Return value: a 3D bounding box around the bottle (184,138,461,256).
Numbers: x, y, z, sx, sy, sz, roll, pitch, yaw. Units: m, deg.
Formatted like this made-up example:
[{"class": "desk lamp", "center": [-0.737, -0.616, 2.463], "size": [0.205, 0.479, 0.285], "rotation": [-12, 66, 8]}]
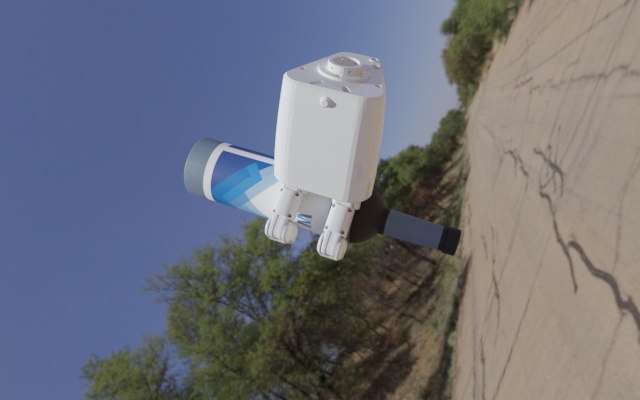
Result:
[{"class": "bottle", "center": [0.000, 0.002, 0.511], "size": [0.295, 0.069, 0.069], "rotation": [17, 4, 13]}]
